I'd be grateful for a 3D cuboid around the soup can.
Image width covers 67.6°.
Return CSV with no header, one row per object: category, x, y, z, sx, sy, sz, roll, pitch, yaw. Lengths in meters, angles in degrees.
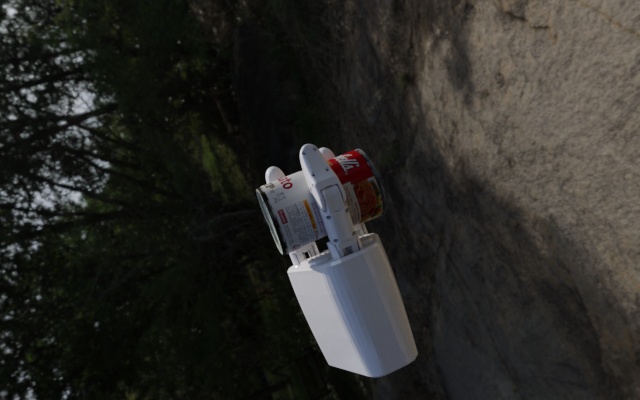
soup can,0.000,0.001,0.441,0.102,0.068,0.068,-22,4,-11
